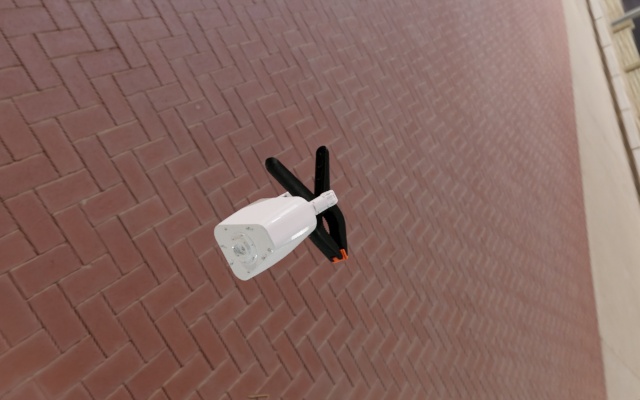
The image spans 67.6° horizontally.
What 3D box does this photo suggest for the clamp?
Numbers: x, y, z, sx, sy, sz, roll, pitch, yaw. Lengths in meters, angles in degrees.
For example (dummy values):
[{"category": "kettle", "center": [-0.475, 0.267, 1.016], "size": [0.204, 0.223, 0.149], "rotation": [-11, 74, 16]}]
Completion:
[{"category": "clamp", "center": [0.001, 0.003, 0.824], "size": [0.036, 0.210, 0.164], "rotation": [-22, 7, 37]}]
